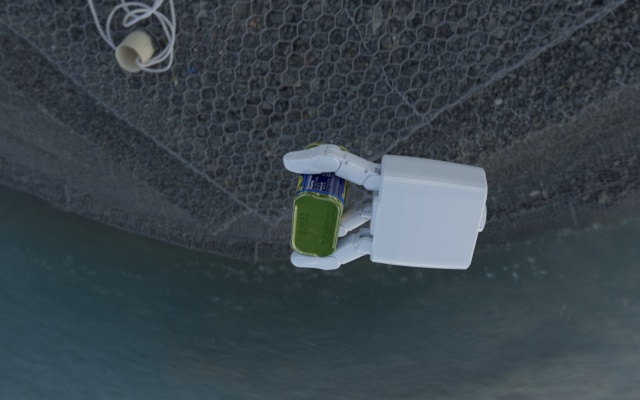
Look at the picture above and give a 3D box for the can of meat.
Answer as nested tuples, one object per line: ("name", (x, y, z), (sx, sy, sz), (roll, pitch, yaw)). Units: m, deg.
("can of meat", (0.000, 0.002, 0.535), (0.057, 0.102, 0.084), (9, 44, 2))
